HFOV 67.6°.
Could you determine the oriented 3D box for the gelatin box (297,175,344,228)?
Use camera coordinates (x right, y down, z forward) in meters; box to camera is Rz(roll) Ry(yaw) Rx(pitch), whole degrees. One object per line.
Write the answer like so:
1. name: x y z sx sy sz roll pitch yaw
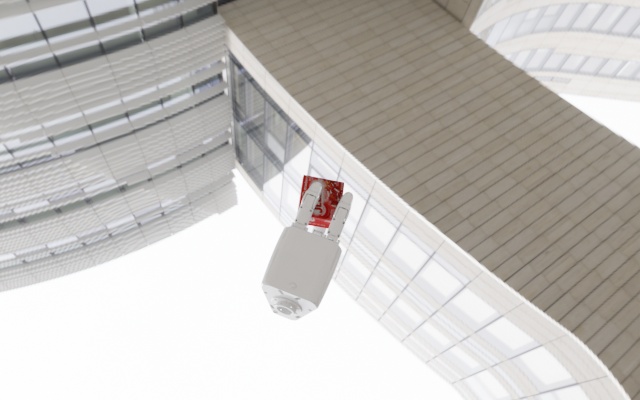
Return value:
1. gelatin box: 0.000 0.003 0.805 0.073 0.089 0.030 11 -39 -4
